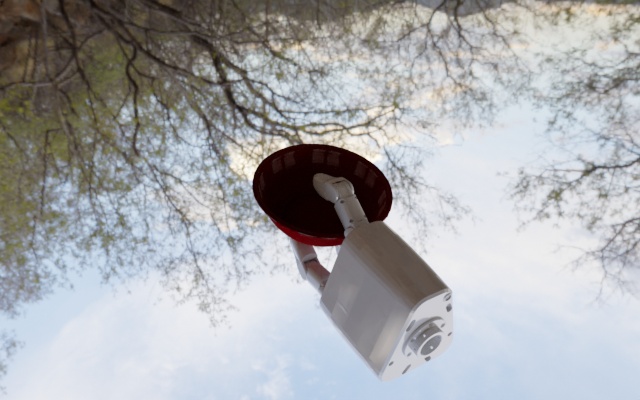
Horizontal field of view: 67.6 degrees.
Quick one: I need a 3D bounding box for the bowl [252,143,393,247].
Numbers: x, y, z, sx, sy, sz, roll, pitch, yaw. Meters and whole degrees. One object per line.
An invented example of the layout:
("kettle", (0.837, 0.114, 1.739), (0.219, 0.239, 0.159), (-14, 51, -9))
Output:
("bowl", (0.000, 0.001, 0.561), (0.162, 0.055, 0.162), (6, 43, -5))
